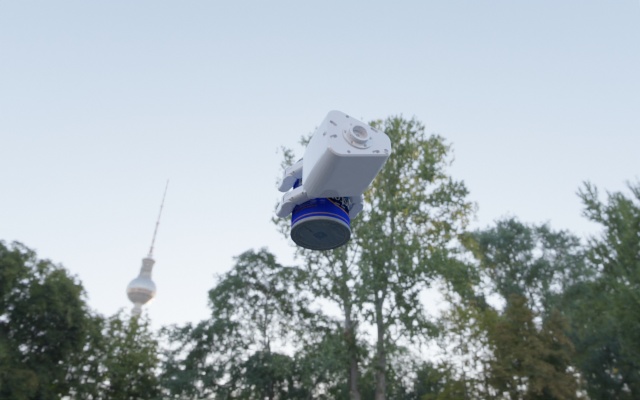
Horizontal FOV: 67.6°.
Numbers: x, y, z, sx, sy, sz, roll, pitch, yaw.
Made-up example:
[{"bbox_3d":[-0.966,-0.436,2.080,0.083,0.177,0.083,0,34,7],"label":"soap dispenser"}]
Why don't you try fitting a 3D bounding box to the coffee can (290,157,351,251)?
[{"bbox_3d":[0.000,0.003,0.839,0.103,0.140,0.103,0,-35,0],"label":"coffee can"}]
